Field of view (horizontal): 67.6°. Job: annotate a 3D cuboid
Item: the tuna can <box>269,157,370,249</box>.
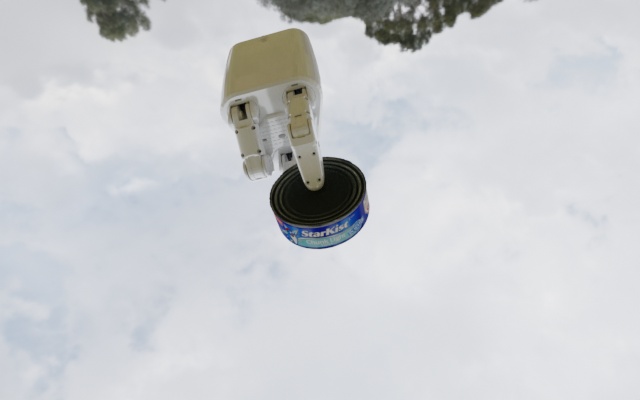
[{"bbox_3d":[0.000,0.002,0.424,0.086,0.086,0.034,0,-44,15],"label":"tuna can"}]
